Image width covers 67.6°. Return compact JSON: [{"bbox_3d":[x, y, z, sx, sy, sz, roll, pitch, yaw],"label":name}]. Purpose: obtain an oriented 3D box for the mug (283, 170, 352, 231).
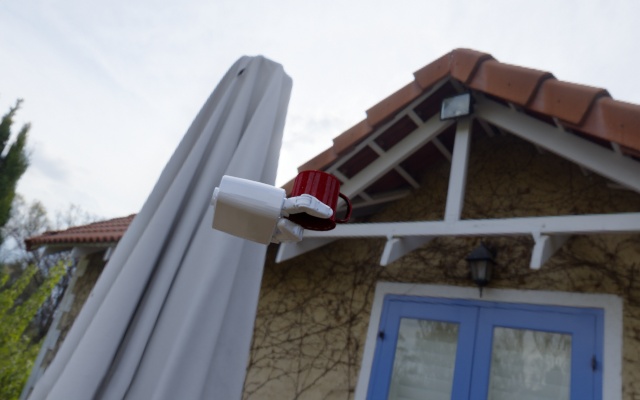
[{"bbox_3d":[0.002,0.003,0.835,0.117,0.081,0.093,16,-22,-9],"label":"mug"}]
